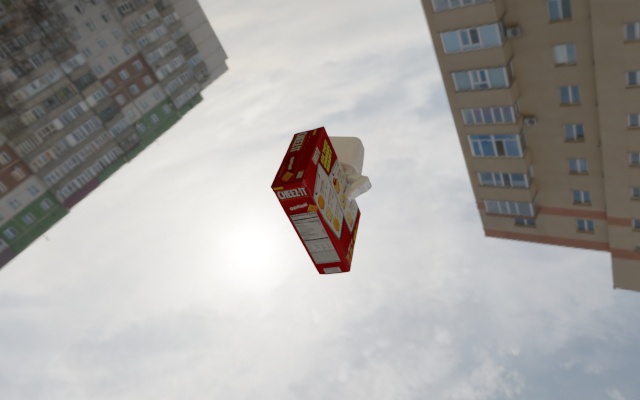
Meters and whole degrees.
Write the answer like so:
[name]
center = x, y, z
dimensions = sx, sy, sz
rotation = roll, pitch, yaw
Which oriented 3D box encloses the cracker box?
[cracker box]
center = 0.000, 0.003, 0.861
dimensions = 0.072, 0.214, 0.164
rotation = -11, 36, 23
